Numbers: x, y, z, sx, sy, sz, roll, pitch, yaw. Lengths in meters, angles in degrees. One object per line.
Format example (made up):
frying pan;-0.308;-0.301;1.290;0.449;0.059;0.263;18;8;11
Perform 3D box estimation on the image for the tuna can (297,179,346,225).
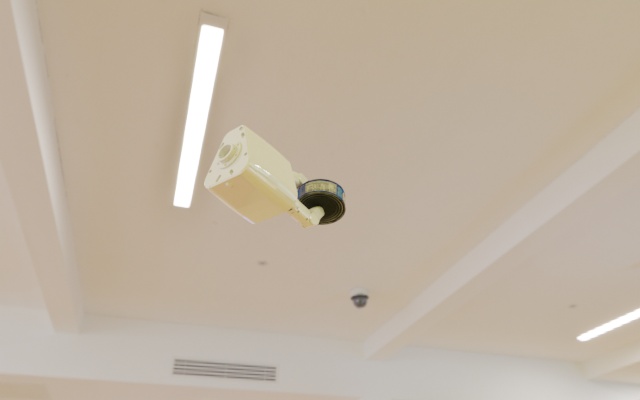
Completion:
tuna can;0.000;0.002;0.814;0.086;0.033;0.086;1;-40;1
